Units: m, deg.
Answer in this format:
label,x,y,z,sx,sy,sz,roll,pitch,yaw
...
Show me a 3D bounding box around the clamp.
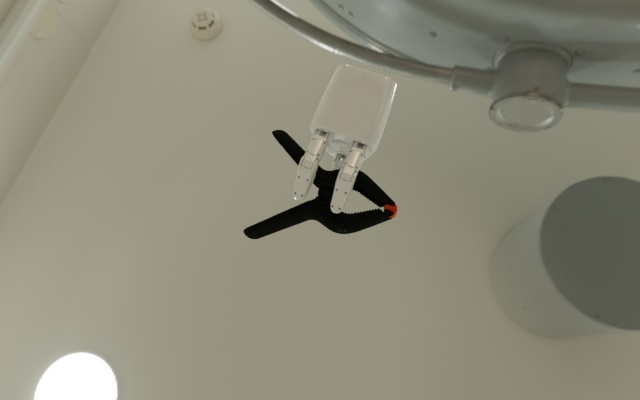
label,x,y,z,sx,sy,sz,roll,pitch,yaw
clamp,0.001,0.002,0.672,0.210,0.164,0.036,19,-10,10
